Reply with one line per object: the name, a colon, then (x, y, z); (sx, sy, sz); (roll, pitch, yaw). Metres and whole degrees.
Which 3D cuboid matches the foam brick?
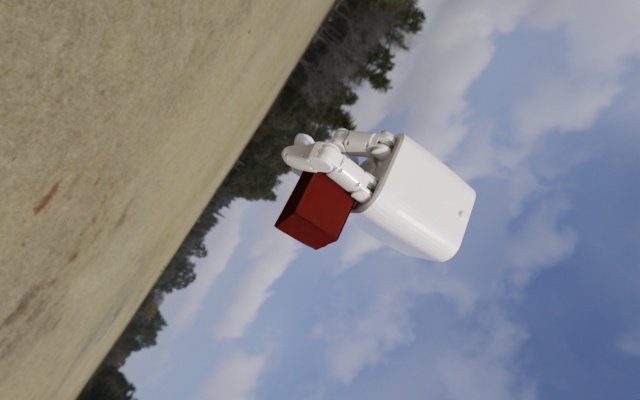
foam brick: (0.000, 0.002, 0.474); (0.051, 0.078, 0.053); (34, -28, -14)
